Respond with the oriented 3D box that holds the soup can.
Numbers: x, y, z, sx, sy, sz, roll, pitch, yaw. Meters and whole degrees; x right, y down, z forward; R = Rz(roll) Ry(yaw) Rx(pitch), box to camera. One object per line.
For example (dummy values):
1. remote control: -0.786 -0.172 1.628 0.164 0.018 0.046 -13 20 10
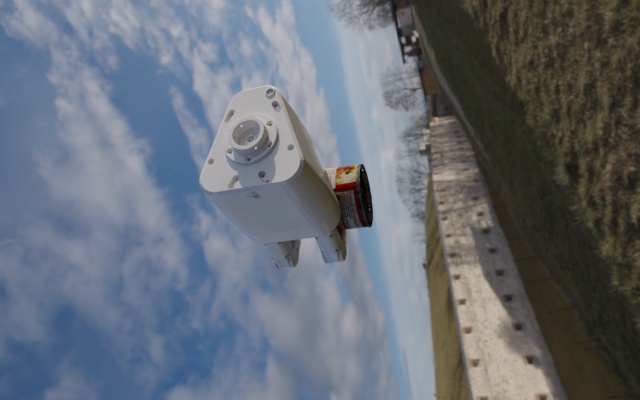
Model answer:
1. soup can: 0.000 0.002 0.514 0.102 0.068 0.068 -8 -2 14
